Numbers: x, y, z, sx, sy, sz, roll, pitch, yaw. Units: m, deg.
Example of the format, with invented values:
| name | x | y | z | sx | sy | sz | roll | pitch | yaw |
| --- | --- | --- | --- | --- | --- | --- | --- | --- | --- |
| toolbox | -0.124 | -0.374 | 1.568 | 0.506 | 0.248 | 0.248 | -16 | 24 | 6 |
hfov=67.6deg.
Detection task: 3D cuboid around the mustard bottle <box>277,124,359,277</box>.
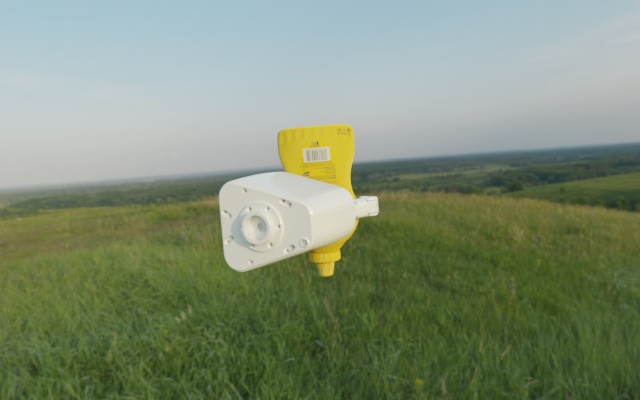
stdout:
| name | x | y | z | sx | sy | sz | roll | pitch | yaw |
| --- | --- | --- | --- | --- | --- | --- | --- | --- | --- |
| mustard bottle | 0.000 | 0.002 | 0.611 | 0.096 | 0.191 | 0.058 | -4 | 5 | 0 |
